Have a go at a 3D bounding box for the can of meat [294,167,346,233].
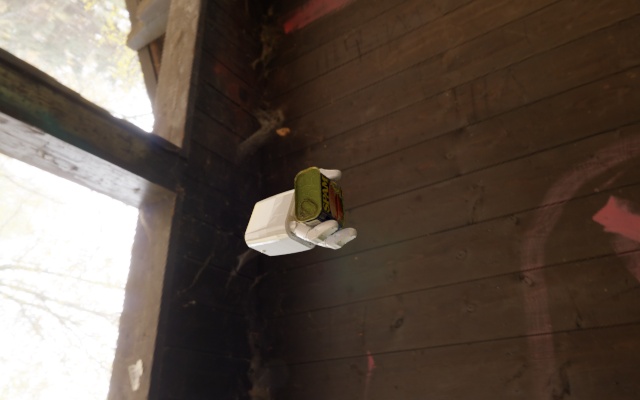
[{"bbox_3d":[0.000,0.003,0.868,0.057,0.102,0.084,-19,-32,29],"label":"can of meat"}]
